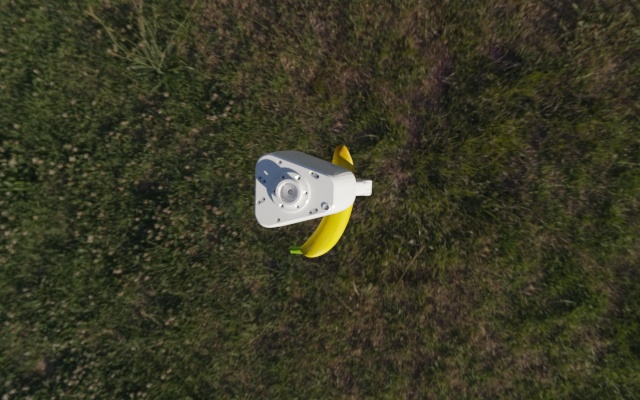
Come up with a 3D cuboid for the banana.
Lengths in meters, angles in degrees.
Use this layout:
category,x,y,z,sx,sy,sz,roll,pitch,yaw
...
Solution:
category,x,y,z,sx,sy,sz,roll,pitch,yaw
banana,0.014,0.014,0.744,0.069,0.198,0.037,29,15,15
